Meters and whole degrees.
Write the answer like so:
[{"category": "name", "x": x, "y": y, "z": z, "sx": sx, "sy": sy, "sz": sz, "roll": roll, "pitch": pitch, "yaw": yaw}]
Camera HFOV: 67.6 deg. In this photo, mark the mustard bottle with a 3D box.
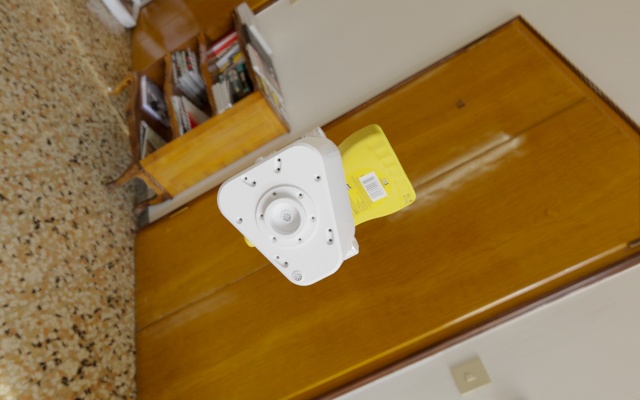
[{"category": "mustard bottle", "x": 0.000, "y": 0.001, "z": 0.527, "sx": 0.191, "sy": 0.096, "sz": 0.058, "roll": -28, "pitch": 29, "yaw": 10}]
